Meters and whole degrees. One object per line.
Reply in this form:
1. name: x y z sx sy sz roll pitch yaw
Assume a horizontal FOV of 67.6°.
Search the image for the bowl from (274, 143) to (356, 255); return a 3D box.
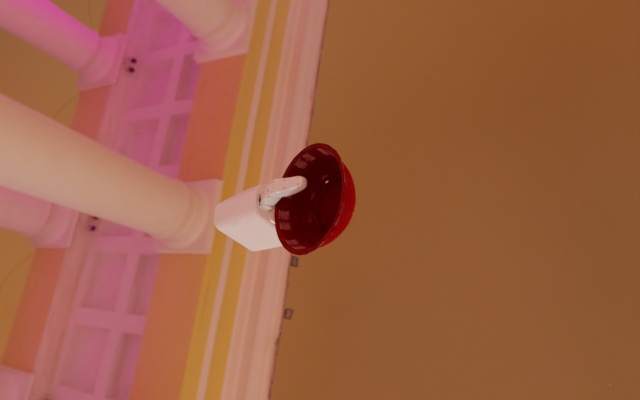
1. bowl: 0.001 0.002 0.685 0.055 0.162 0.162 15 -9 -36
